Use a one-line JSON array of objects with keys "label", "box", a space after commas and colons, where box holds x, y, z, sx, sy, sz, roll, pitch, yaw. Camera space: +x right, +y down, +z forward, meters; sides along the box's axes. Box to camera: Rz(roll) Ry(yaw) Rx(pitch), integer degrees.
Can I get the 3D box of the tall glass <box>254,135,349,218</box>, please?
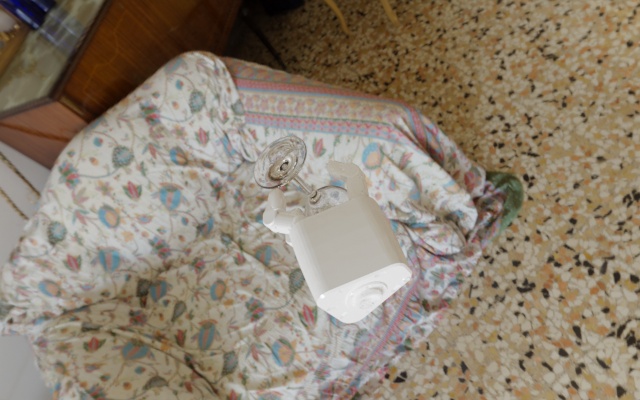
[{"label": "tall glass", "box": [0.000, 0.002, 0.633, 0.079, 0.079, 0.201, 0, -29, 34]}]
